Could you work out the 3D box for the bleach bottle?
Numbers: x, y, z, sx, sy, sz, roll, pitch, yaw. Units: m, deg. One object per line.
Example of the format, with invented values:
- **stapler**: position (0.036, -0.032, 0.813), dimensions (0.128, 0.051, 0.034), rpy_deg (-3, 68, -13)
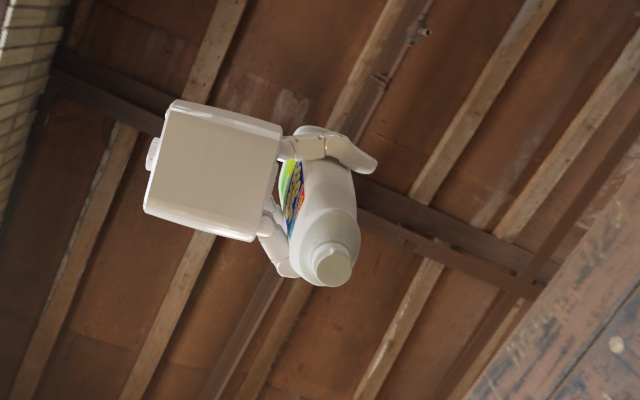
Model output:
- **bleach bottle**: position (0.000, 0.002, 0.473), dimensions (0.068, 0.102, 0.250), rpy_deg (16, 18, -12)
